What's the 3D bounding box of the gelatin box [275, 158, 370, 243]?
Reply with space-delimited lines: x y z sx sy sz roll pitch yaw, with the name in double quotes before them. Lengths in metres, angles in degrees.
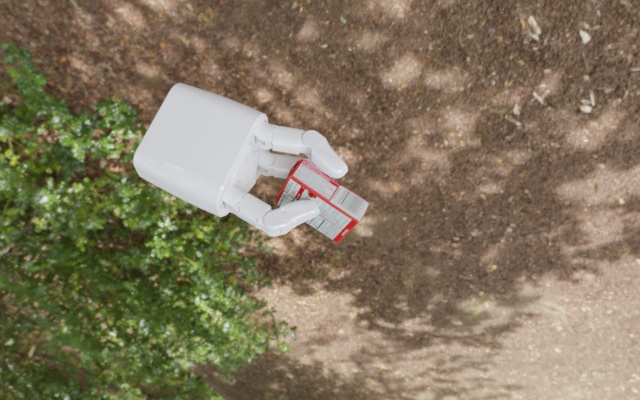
"gelatin box" 0.000 0.002 0.519 0.089 0.030 0.073 34 -28 -1
